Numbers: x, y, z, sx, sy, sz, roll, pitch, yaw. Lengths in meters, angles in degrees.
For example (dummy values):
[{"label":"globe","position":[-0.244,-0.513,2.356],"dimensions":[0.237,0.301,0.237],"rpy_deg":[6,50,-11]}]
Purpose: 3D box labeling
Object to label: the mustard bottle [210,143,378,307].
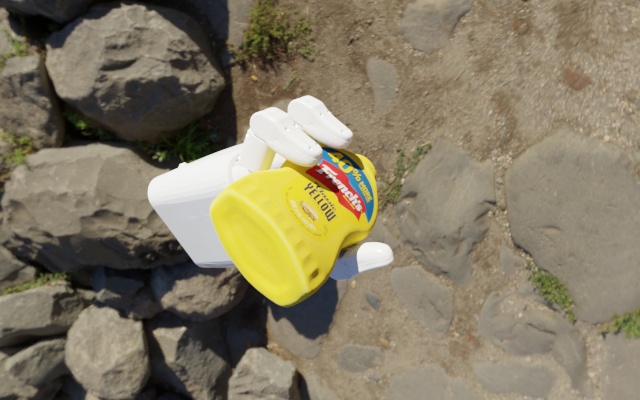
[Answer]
[{"label":"mustard bottle","position":[0.000,0.001,0.404],"dimensions":[0.058,0.096,0.191],"rpy_deg":[-39,-1,36]}]
